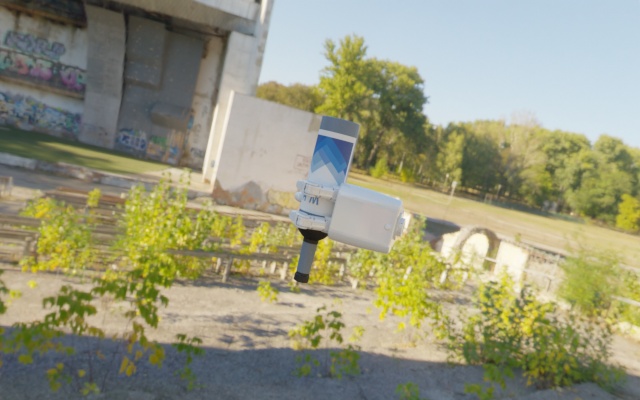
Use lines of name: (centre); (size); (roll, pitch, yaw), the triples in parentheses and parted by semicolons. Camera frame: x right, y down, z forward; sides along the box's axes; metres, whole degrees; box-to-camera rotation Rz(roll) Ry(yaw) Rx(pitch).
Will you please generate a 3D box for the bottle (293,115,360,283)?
bottle: (0.000, 0.002, 0.843); (0.069, 0.296, 0.069); (14, 7, -2)
